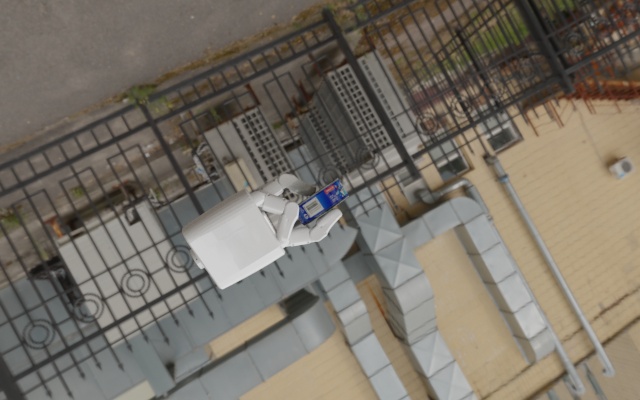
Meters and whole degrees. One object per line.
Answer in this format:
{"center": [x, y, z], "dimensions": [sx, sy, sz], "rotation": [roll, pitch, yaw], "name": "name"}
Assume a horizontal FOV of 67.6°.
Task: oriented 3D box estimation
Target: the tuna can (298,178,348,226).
{"center": [0.000, 0.003, 0.732], "dimensions": [0.086, 0.034, 0.086], "rotation": [-34, 1, 0], "name": "tuna can"}
